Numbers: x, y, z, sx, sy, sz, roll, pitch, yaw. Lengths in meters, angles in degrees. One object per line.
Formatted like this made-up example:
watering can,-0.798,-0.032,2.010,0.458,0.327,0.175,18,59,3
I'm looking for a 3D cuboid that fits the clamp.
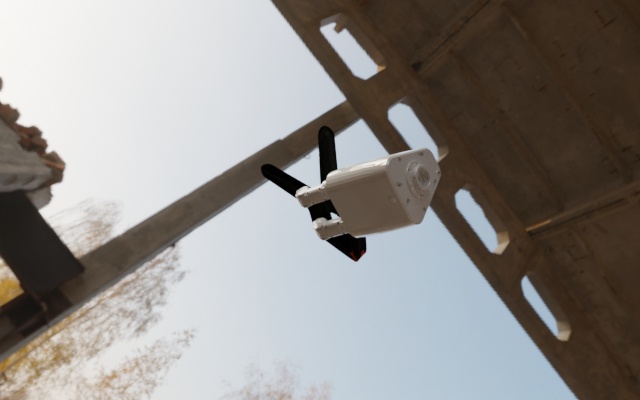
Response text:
clamp,0.001,0.002,0.736,0.164,0.210,0.036,-15,17,45
